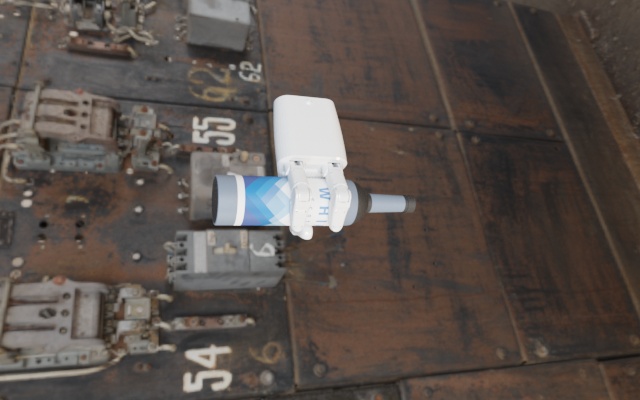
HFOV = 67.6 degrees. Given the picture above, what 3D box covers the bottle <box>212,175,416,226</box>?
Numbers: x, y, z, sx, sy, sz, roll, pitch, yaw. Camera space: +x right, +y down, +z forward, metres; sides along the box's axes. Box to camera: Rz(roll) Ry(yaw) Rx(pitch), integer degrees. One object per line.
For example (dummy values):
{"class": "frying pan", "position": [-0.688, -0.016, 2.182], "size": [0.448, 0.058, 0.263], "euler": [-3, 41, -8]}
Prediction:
{"class": "bottle", "position": [0.000, 0.002, 0.674], "size": [0.296, 0.069, 0.069], "euler": [1, -1, -20]}
